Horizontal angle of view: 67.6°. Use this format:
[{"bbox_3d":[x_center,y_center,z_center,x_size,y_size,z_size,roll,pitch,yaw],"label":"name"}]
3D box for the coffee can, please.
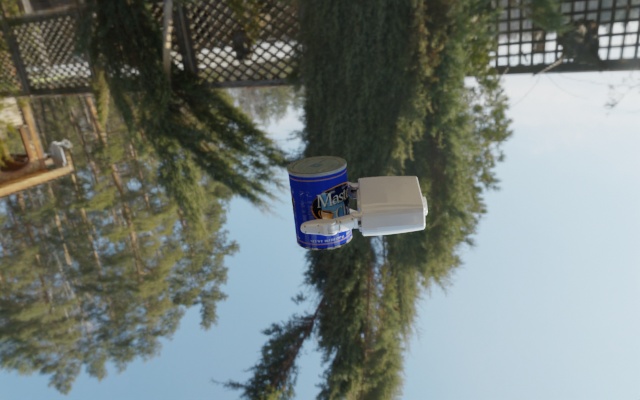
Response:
[{"bbox_3d":[0.000,0.003,0.842,0.103,0.140,0.102,-5,21,2],"label":"coffee can"}]
